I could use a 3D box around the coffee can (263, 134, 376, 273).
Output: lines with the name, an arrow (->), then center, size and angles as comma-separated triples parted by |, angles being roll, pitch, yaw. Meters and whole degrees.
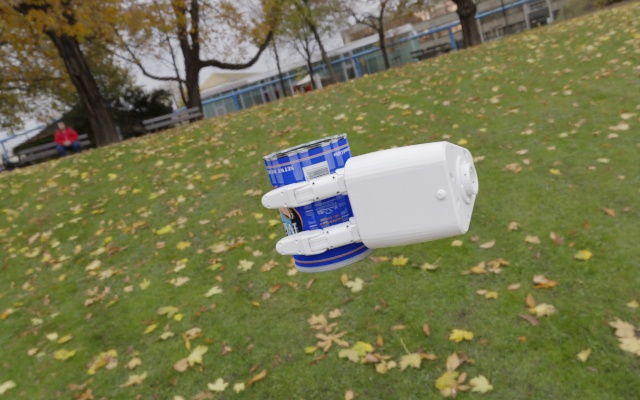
coffee can -> 0.000, 0.002, 0.571 | 0.103, 0.140, 0.103 | -16, 10, 3
